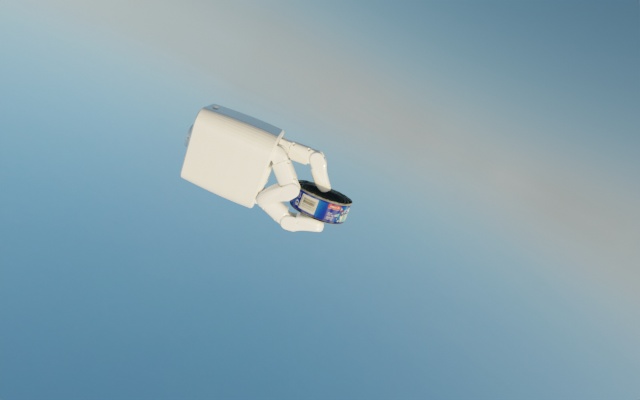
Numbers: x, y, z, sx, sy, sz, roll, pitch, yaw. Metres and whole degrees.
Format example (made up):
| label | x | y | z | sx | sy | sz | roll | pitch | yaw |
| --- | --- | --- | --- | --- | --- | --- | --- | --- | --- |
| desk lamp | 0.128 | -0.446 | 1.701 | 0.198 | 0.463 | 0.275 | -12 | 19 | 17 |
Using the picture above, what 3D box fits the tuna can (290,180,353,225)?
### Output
| label | x | y | z | sx | sy | sz | roll | pitch | yaw |
| --- | --- | --- | --- | --- | --- | --- | --- | --- | --- |
| tuna can | 0.000 | 0.003 | 0.684 | 0.086 | 0.034 | 0.086 | 20 | 13 | -5 |
